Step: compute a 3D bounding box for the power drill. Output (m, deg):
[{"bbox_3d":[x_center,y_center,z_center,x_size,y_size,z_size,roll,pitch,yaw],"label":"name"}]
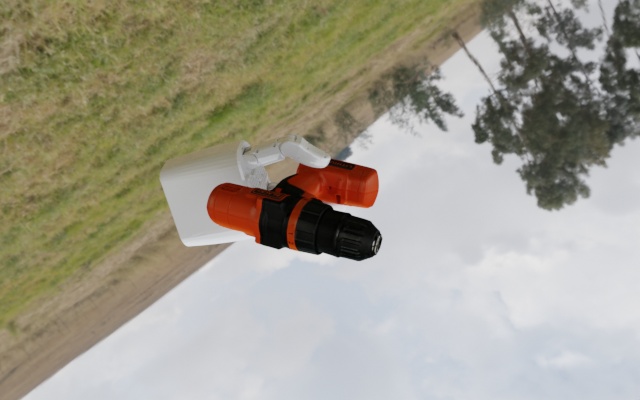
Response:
[{"bbox_3d":[0.000,0.002,0.523,0.184,0.057,0.187,15,20,22],"label":"power drill"}]
